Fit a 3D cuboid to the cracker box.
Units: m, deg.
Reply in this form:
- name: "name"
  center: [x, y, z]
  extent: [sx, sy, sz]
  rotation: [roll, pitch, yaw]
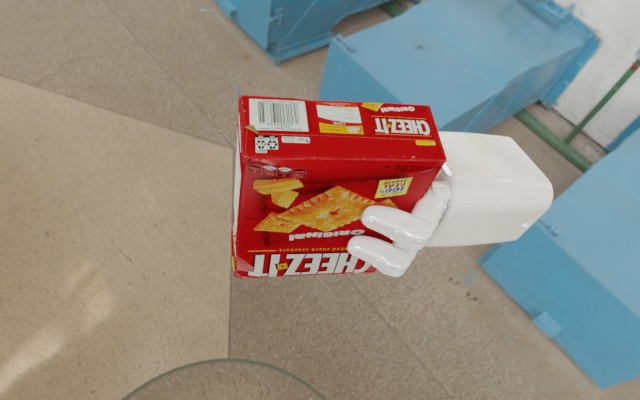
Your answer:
- name: "cracker box"
  center: [0.000, 0.001, 0.460]
  extent: [0.164, 0.072, 0.214]
  rotation: [0, -34, -12]
